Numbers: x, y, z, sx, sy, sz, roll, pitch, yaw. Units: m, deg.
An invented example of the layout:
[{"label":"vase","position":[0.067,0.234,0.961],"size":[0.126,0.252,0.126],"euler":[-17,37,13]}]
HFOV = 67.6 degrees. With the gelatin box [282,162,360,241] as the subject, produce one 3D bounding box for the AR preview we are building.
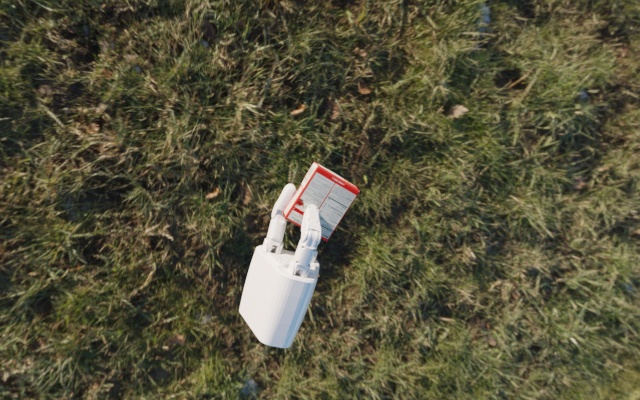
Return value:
[{"label":"gelatin box","position":[0.000,0.002,0.673],"size":[0.073,0.089,0.030],"euler":[29,11,-19]}]
